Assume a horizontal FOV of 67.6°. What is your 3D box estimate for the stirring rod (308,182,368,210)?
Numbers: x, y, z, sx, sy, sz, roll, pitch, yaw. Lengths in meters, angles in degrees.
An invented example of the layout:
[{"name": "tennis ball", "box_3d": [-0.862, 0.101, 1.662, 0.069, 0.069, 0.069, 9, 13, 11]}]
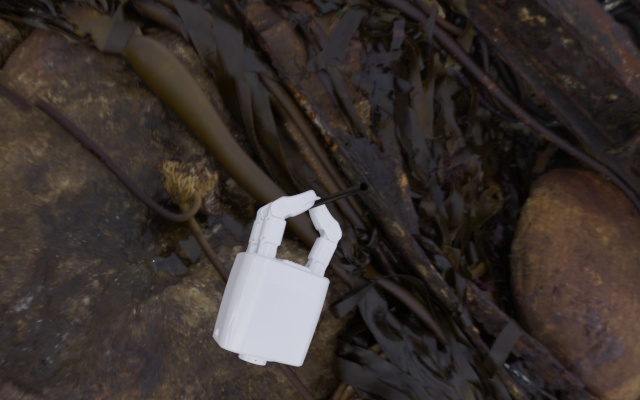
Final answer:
[{"name": "stirring rod", "box_3d": [0.000, 0.002, 0.545, 0.011, 0.011, 0.239, 0, -7, -19]}]
